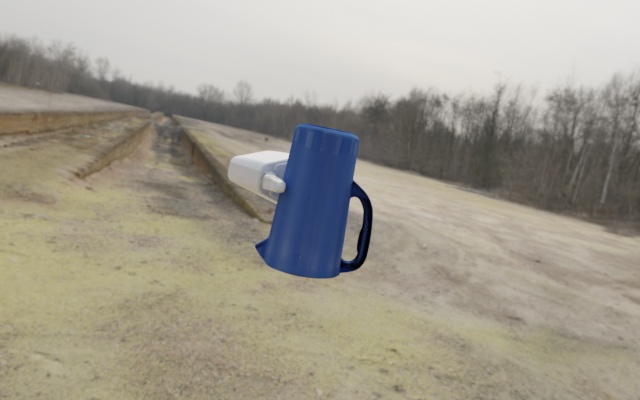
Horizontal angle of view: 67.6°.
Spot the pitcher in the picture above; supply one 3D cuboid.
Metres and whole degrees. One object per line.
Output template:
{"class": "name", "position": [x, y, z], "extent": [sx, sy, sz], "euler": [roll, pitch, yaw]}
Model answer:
{"class": "pitcher", "position": [0.000, 0.003, 0.800], "extent": [0.149, 0.243, 0.145], "euler": [6, 9, -43]}
